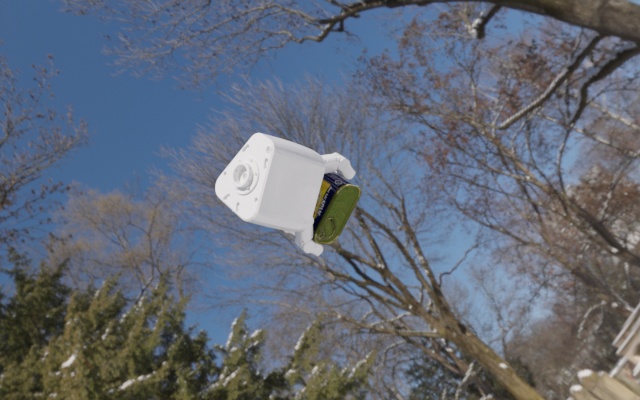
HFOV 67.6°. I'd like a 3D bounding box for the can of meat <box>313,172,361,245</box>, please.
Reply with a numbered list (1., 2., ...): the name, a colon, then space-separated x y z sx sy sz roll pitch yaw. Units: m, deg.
1. can of meat: 0.000 0.002 0.728 0.084 0.102 0.057 37 17 35
